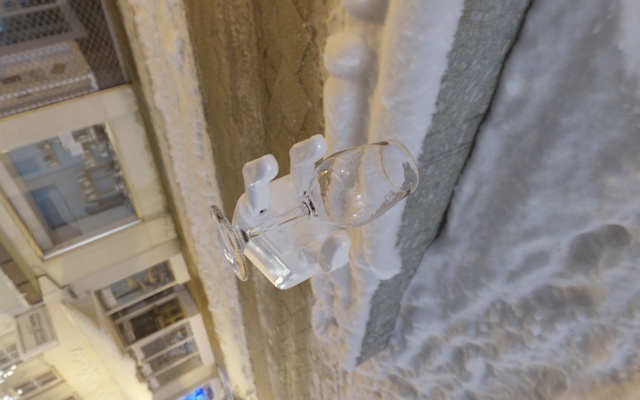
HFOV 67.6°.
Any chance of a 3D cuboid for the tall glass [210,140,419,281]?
[{"bbox_3d":[0.000,0.002,0.467,0.201,0.079,0.079,-24,10,-23],"label":"tall glass"}]
